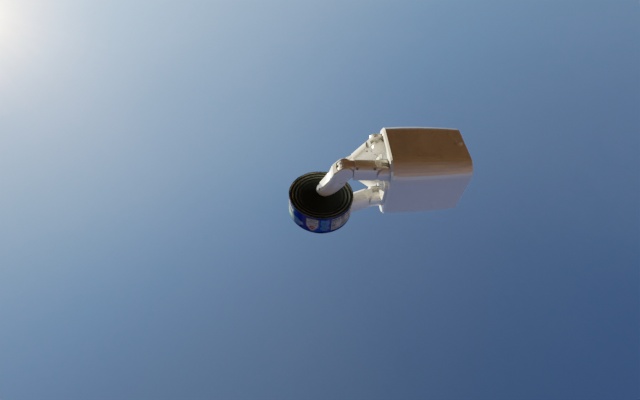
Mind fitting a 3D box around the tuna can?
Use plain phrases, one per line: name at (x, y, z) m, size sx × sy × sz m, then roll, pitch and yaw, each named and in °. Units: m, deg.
tuna can at (0.000, 0.002, 0.639) m, size 0.086 × 0.086 × 0.034 m, roll 0°, pitch -43°, yaw -4°
